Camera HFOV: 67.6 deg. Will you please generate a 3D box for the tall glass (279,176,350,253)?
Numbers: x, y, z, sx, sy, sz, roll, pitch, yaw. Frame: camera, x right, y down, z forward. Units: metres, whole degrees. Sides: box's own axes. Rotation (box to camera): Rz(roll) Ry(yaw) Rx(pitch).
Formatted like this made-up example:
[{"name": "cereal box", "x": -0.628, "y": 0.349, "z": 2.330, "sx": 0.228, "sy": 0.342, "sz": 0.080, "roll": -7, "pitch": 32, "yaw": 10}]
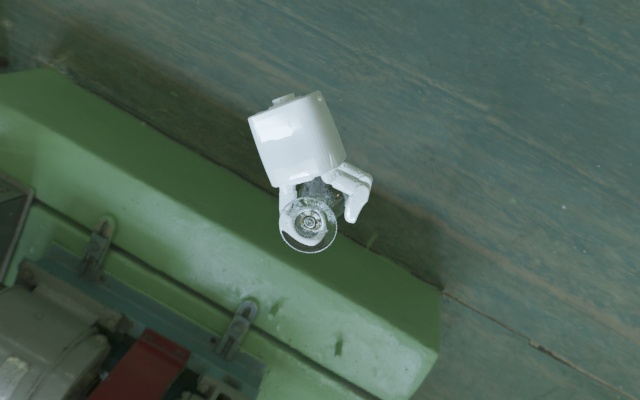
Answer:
[{"name": "tall glass", "x": 0.000, "y": 0.003, "z": 0.686, "sx": 0.079, "sy": 0.079, "sz": 0.201, "roll": 0, "pitch": 17, "yaw": 10}]
